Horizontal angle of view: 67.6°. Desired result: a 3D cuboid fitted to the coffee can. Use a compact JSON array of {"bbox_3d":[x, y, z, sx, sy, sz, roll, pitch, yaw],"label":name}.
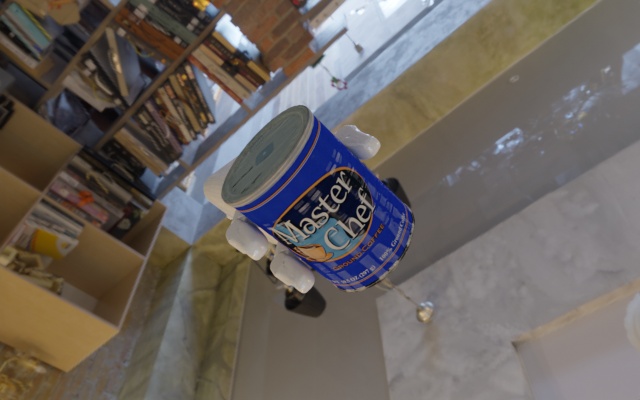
[{"bbox_3d":[0.000,0.001,0.420,0.140,0.102,0.103,41,-21,-27],"label":"coffee can"}]
